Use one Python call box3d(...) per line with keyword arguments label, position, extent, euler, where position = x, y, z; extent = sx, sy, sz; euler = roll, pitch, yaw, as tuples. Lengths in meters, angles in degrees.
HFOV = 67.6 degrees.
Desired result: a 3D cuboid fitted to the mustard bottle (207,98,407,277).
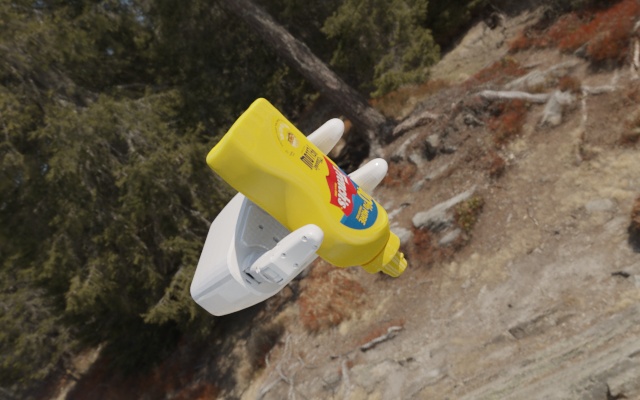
box3d(label="mustard bottle", position=(0.000, 0.001, 0.405), extent=(0.058, 0.192, 0.096), euler=(-43, 14, 25))
